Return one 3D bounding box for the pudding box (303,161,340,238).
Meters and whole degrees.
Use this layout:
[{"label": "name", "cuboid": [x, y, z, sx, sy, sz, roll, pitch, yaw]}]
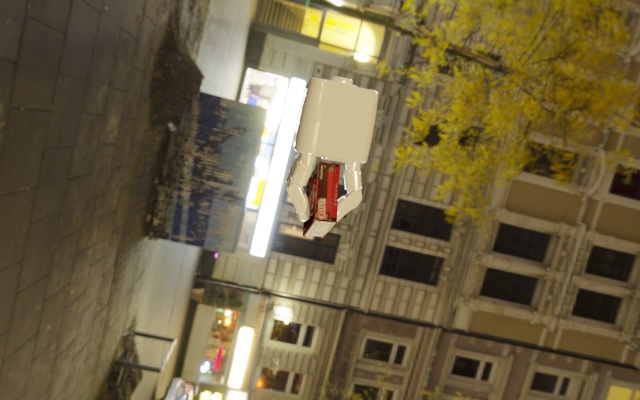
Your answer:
[{"label": "pudding box", "cuboid": [0.000, 0.002, 0.725, 0.039, 0.090, 0.113, 7, -18, -6]}]
